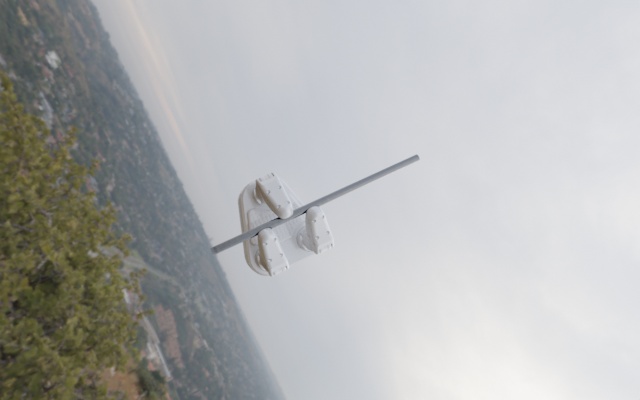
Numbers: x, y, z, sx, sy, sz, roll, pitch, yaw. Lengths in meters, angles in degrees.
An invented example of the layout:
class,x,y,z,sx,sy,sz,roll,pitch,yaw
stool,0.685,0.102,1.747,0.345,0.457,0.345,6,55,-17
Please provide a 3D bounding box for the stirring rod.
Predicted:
class,x,y,z,sx,sy,sz,roll,pitch,yaw
stirring rod,0.000,0.002,0.494,0.239,0.011,0.011,-25,6,-14
